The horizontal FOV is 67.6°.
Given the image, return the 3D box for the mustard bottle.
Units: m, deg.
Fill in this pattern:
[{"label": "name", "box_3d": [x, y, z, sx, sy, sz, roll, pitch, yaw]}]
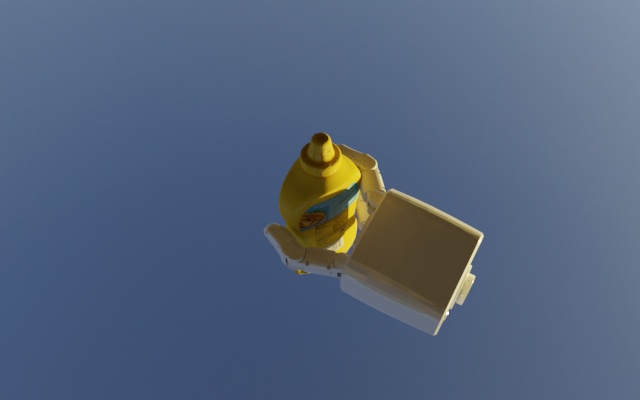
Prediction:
[{"label": "mustard bottle", "box_3d": [0.000, 0.002, 0.526, 0.096, 0.058, 0.192, -29, -33, -21]}]
